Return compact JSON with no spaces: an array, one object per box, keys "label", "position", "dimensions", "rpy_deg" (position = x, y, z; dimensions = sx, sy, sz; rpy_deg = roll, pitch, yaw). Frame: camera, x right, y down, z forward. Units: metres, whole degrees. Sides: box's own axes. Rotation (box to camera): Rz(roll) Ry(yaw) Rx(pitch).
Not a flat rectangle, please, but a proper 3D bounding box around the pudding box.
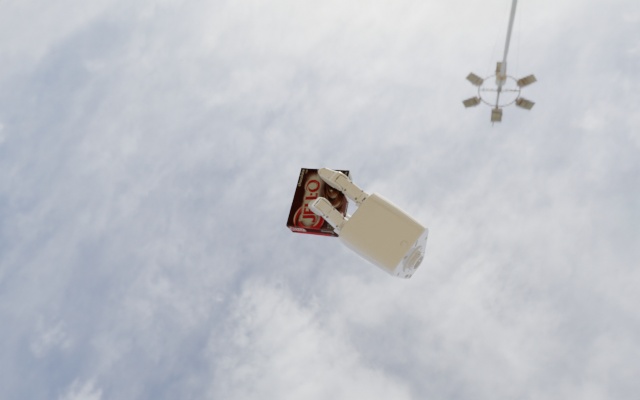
[{"label":"pudding box","position":[0.000,0.003,0.805],"dimensions":[0.090,0.113,0.039],"rpy_deg":[5,-25,20]}]
